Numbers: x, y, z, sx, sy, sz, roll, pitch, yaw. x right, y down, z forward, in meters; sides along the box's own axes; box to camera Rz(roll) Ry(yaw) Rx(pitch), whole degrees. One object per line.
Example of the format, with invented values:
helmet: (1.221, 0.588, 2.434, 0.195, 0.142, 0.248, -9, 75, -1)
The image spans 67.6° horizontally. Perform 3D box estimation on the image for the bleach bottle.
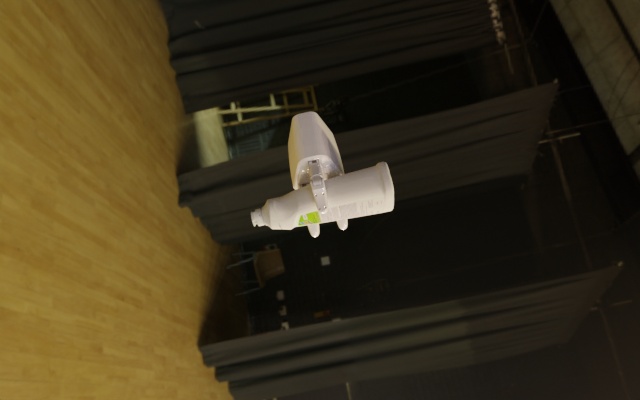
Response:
bleach bottle: (0.000, 0.003, 0.845, 0.251, 0.068, 0.103, -12, -28, 2)
